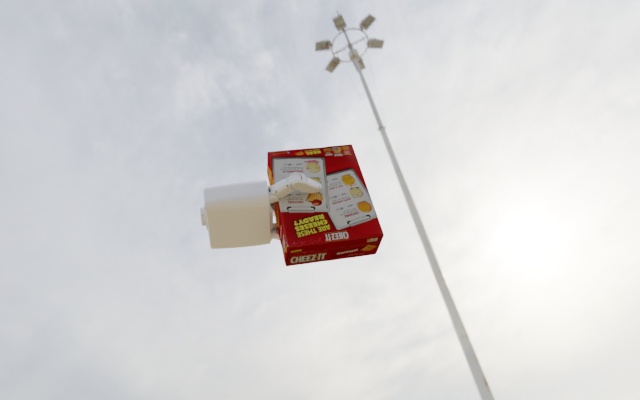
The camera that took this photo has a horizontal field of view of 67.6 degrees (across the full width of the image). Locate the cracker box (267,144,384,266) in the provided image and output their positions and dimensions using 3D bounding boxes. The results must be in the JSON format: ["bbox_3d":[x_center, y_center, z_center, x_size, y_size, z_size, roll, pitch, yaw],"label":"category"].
[{"bbox_3d":[0.000,0.003,0.850,0.164,0.213,0.072,-6,-37,-12],"label":"cracker box"}]
